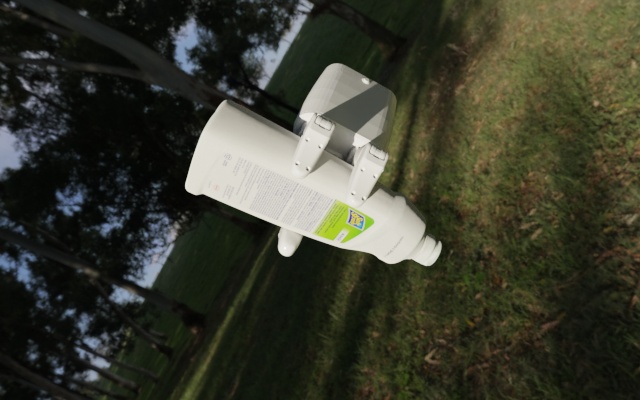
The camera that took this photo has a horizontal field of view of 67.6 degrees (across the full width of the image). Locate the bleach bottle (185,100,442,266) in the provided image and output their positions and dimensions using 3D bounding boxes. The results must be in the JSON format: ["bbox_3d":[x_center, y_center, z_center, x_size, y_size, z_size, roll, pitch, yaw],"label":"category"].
[{"bbox_3d":[0.000,0.001,0.471,0.251,0.068,0.103,27,-42,-7],"label":"bleach bottle"}]
